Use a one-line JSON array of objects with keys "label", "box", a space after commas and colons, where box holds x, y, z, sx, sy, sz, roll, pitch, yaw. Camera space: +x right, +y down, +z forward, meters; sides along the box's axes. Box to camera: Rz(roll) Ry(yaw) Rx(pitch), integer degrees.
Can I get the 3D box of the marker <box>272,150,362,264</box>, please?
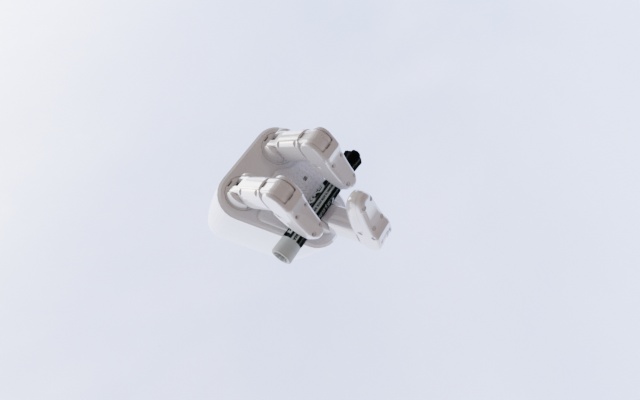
[{"label": "marker", "box": [0.000, 0.001, 0.409, 0.020, 0.121, 0.020, 29, -25, 15]}]
